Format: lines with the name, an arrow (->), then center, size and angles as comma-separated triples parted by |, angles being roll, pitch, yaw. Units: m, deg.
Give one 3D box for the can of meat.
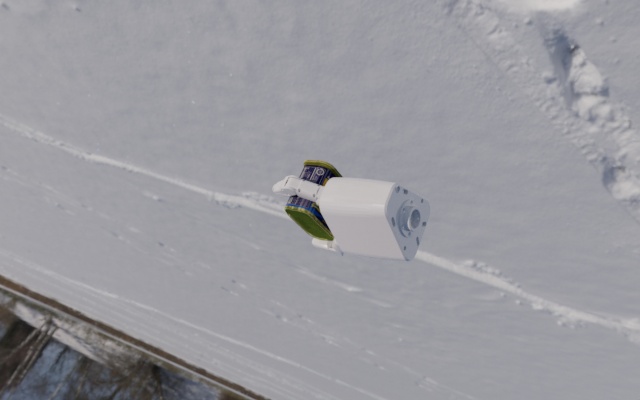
can of meat -> 0.000, 0.003, 0.715 | 0.057, 0.084, 0.102 | 7, -27, 38
